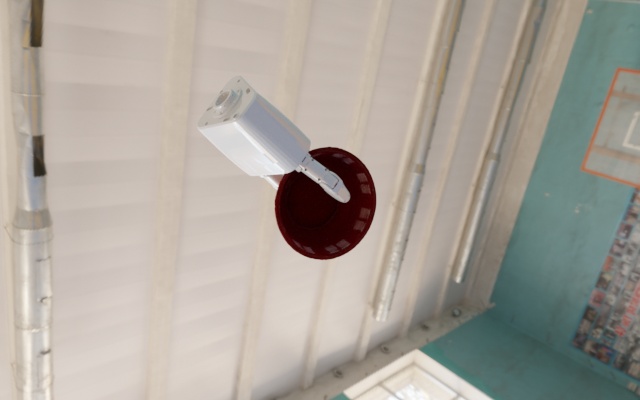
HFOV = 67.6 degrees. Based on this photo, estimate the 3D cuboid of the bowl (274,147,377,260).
[{"bbox_3d":[0.001,0.003,0.699,0.162,0.162,0.055,0,7,-26],"label":"bowl"}]
